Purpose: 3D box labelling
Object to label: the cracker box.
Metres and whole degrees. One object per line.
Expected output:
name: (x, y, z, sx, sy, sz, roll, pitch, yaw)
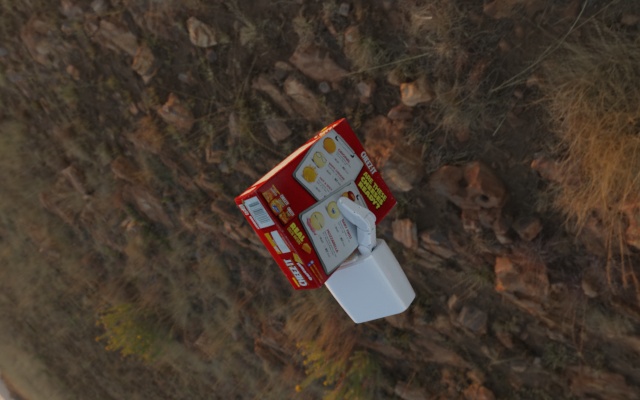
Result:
cracker box: (0.000, 0.002, 0.713, 0.072, 0.164, 0.213, -17, 20, 50)
